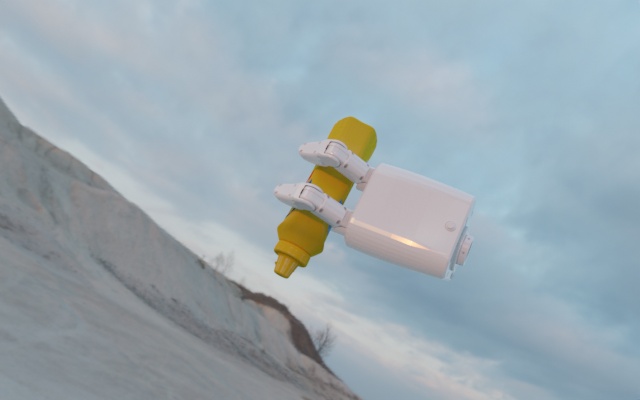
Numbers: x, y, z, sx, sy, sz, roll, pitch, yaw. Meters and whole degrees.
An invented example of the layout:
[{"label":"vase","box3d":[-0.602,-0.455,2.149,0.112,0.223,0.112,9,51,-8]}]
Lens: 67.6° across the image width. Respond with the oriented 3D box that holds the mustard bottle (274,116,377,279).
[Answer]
[{"label":"mustard bottle","box3d":[0.000,0.001,0.549,0.058,0.191,0.096,28,-18,-2]}]
